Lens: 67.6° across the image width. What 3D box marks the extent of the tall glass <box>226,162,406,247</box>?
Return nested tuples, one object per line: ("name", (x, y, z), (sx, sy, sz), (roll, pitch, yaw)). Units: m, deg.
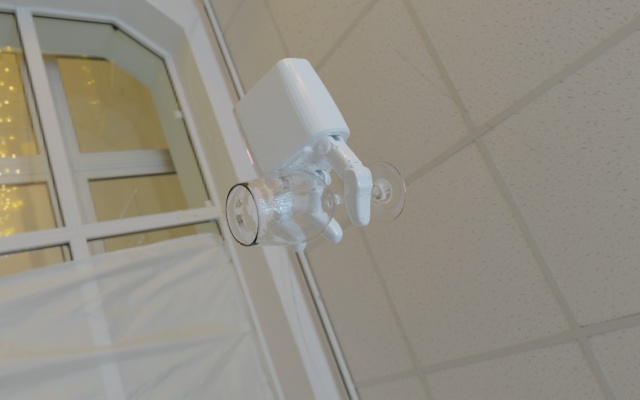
("tall glass", (0.001, 0.002, 0.520), (0.201, 0.079, 0.079), (-10, 6, -40))
